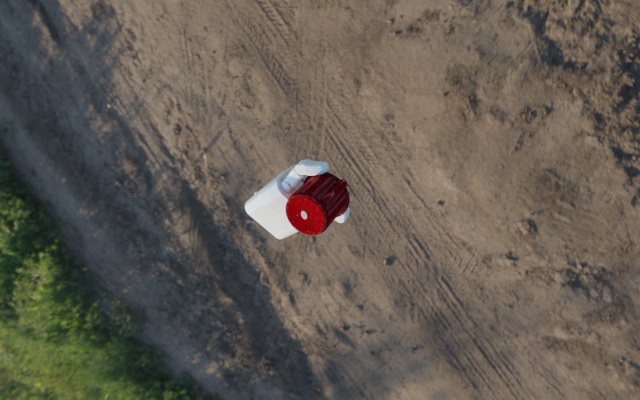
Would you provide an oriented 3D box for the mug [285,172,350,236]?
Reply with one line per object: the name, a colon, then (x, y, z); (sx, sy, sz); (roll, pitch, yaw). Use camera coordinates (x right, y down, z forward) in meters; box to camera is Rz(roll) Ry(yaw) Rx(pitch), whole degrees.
mug: (0.001, 0.002, 0.813); (0.117, 0.093, 0.081); (-33, 8, 37)
